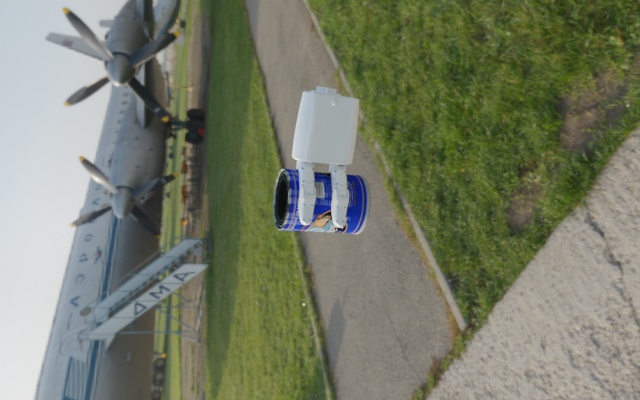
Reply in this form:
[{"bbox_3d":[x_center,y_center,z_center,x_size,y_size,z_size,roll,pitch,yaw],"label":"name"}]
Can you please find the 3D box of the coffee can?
[{"bbox_3d":[0.000,0.003,0.805,0.140,0.103,0.103,4,-1,-19],"label":"coffee can"}]
